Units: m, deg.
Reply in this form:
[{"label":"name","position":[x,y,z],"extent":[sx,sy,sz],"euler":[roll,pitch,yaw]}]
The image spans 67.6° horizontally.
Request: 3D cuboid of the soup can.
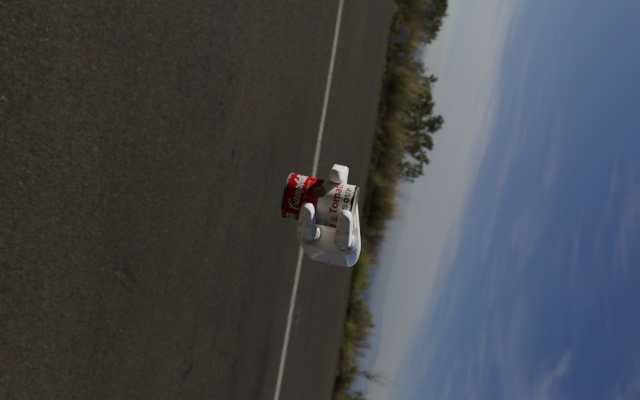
[{"label":"soup can","position":[0.000,0.002,0.703],"extent":[0.102,0.068,0.068],"euler":[12,2,9]}]
